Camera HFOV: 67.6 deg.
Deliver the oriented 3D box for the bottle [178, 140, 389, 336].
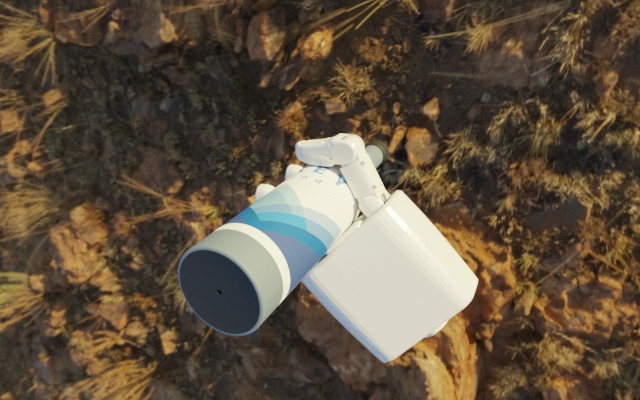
[{"bbox_3d":[0.000,0.001,0.420,0.069,0.069,0.295,0,23,28],"label":"bottle"}]
